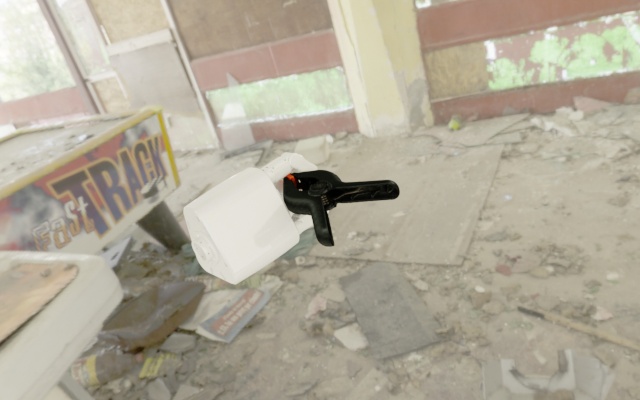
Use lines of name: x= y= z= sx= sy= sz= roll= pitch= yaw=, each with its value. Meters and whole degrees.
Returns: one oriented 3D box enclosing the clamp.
clamp: x=0.000 y=0.001 z=0.596 sx=0.120 sy=0.039 sz=0.171 roll=-35 pitch=30 yaw=-34
